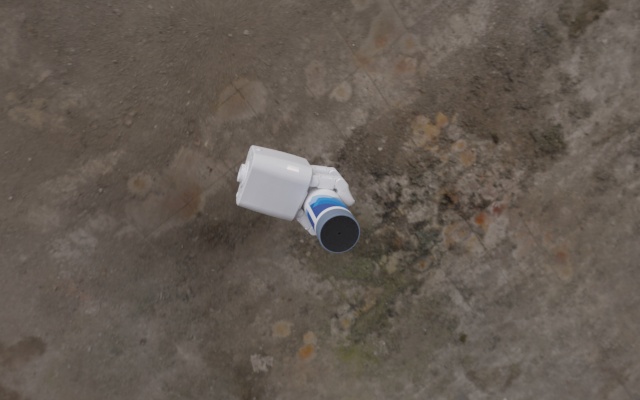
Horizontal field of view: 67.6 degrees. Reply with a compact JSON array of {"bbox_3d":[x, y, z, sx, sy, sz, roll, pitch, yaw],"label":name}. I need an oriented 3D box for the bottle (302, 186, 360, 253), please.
[{"bbox_3d":[0.000,0.003,0.870,0.069,0.069,0.295,0,19,-12],"label":"bottle"}]
